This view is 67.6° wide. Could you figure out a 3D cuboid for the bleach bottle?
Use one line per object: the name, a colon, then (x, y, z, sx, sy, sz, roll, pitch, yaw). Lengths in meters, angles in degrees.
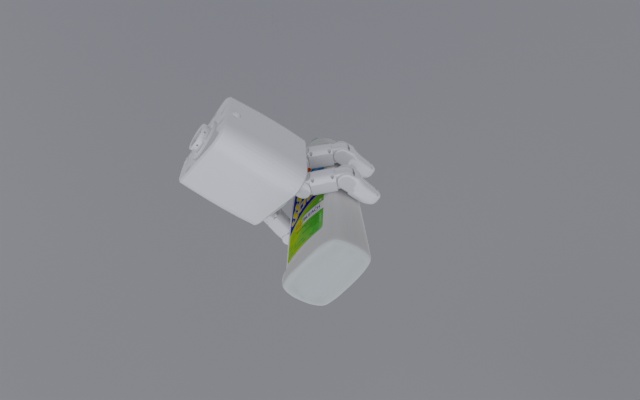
bleach bottle: (0.000, 0.002, 0.598, 0.068, 0.103, 0.250, 30, 30, -24)
